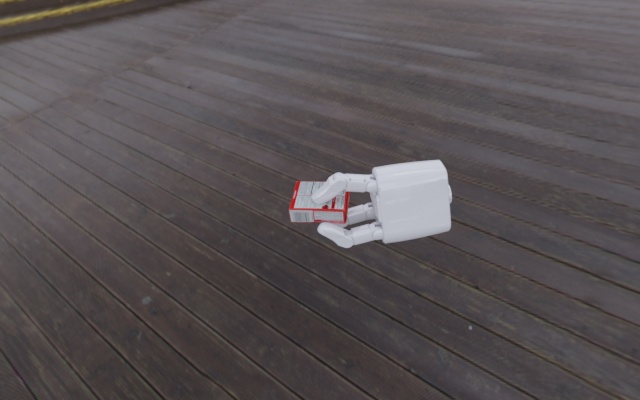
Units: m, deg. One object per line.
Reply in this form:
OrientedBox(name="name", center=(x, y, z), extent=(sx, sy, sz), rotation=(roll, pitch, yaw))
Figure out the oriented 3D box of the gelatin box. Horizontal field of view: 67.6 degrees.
OrientedBox(name="gelatin box", center=(0.000, 0.002, 0.752), extent=(0.089, 0.030, 0.073), rotation=(1, 39, 8))
